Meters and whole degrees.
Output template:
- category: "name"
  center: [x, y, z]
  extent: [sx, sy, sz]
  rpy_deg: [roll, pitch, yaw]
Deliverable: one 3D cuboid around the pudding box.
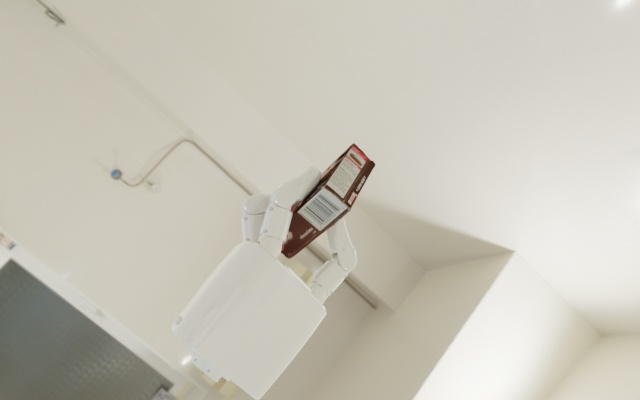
- category: "pudding box"
  center: [0.000, 0.002, 0.510]
  extent: [0.113, 0.039, 0.090]
  rpy_deg: [-40, 12, 40]
